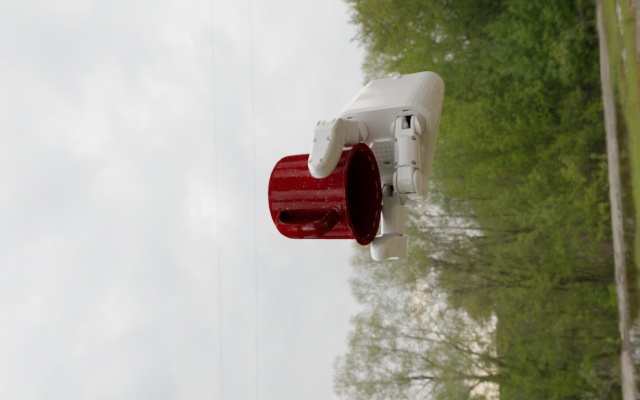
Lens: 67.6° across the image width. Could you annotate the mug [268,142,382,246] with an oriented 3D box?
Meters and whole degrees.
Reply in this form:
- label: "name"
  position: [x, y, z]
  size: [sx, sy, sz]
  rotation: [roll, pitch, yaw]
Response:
- label: "mug"
  position: [-0.001, 0.002, 0.436]
  size: [0.081, 0.093, 0.117]
  rotation: [-2, 29, 26]
